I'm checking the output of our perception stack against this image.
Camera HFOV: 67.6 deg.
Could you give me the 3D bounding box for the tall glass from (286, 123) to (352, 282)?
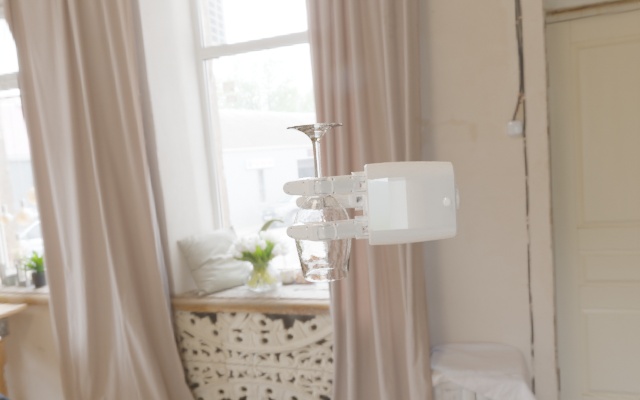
[{"bbox_3d":[0.000,0.001,0.628,0.079,0.201,0.079,-4,6,0],"label":"tall glass"}]
